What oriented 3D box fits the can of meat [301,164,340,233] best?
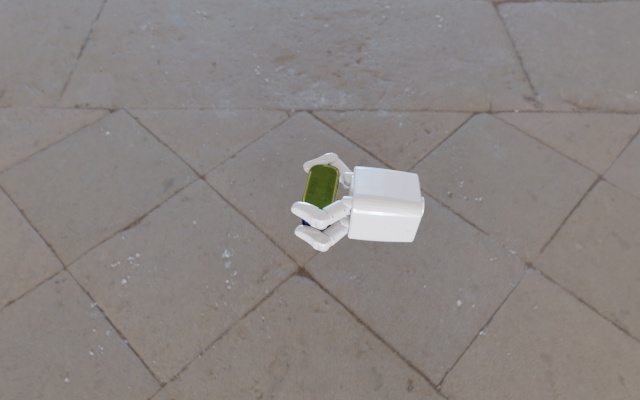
[{"bbox_3d":[0.000,0.002,0.786,0.057,0.102,0.084,9,-36,4],"label":"can of meat"}]
